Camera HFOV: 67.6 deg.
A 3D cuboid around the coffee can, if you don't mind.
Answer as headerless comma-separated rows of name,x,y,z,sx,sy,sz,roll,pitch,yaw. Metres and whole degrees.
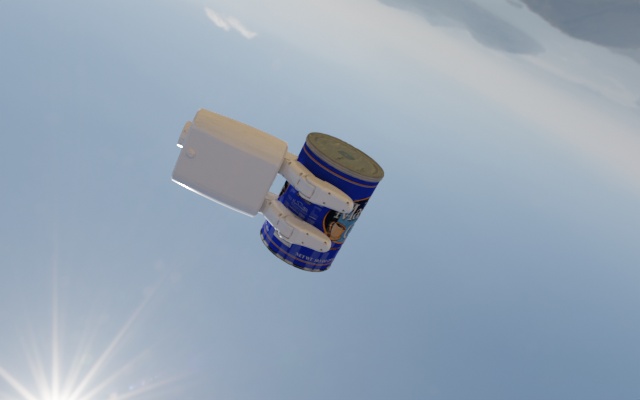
coffee can,0.000,0.002,0.589,0.103,0.140,0.102,24,22,-10
